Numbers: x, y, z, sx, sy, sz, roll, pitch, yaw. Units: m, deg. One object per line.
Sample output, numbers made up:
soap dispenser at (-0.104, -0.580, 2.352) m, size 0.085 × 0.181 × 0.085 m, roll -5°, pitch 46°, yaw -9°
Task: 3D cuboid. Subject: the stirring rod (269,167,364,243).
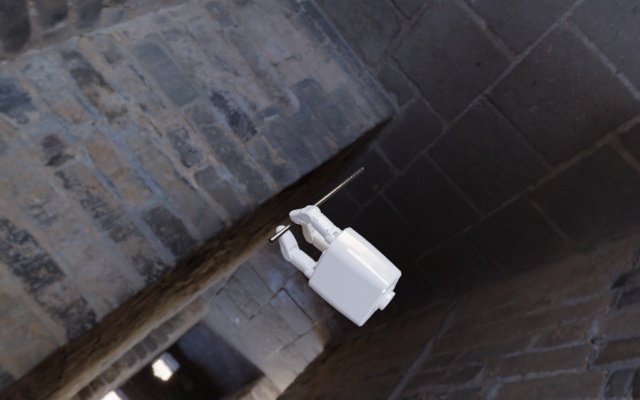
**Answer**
stirring rod at (0.000, 0.003, 0.805) m, size 0.011 × 0.011 × 0.239 m, roll 0°, pitch 30°, yaw 47°
